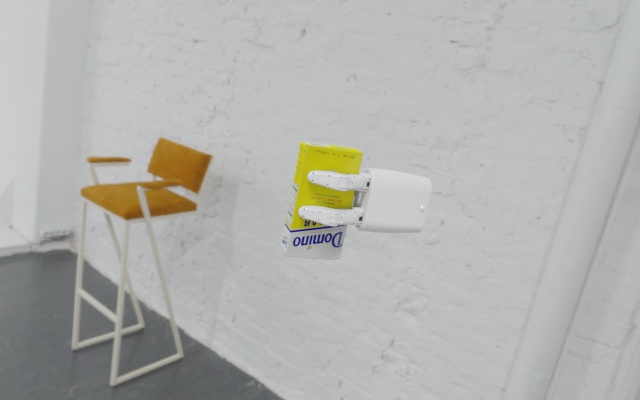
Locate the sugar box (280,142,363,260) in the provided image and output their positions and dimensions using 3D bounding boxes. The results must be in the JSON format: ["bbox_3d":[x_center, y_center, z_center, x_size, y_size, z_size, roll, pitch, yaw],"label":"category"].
[{"bbox_3d":[0.000,0.002,0.735,0.093,0.176,0.048,6,13,-19],"label":"sugar box"}]
